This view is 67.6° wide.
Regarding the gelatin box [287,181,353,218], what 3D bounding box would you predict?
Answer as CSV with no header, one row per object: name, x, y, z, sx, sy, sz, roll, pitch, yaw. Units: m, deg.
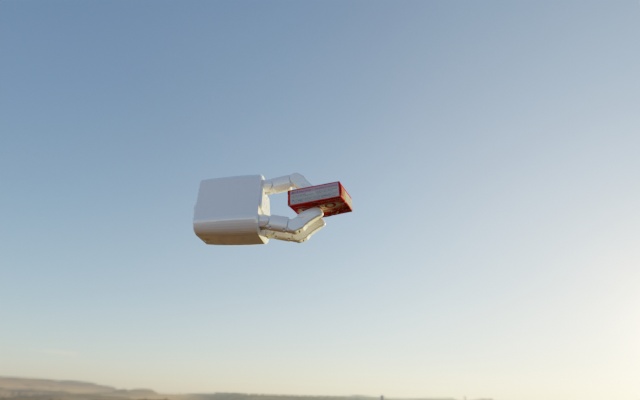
gelatin box,0.000,0.002,0.770,0.089,0.030,0.073,-11,-24,15
